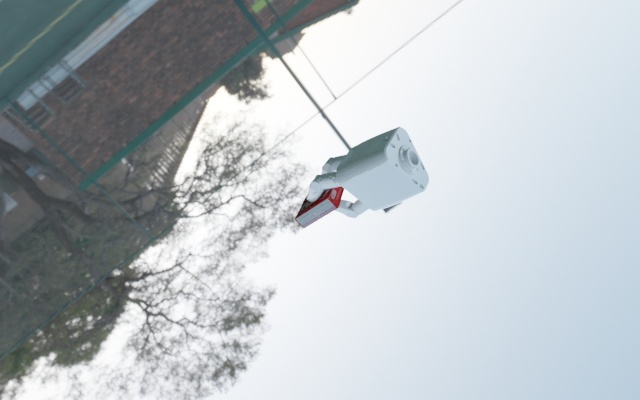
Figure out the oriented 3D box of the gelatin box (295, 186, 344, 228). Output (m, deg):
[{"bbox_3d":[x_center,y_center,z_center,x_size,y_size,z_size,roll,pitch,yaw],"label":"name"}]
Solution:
[{"bbox_3d":[0.000,0.003,0.879,0.089,0.030,0.073,-33,19,32],"label":"gelatin box"}]
